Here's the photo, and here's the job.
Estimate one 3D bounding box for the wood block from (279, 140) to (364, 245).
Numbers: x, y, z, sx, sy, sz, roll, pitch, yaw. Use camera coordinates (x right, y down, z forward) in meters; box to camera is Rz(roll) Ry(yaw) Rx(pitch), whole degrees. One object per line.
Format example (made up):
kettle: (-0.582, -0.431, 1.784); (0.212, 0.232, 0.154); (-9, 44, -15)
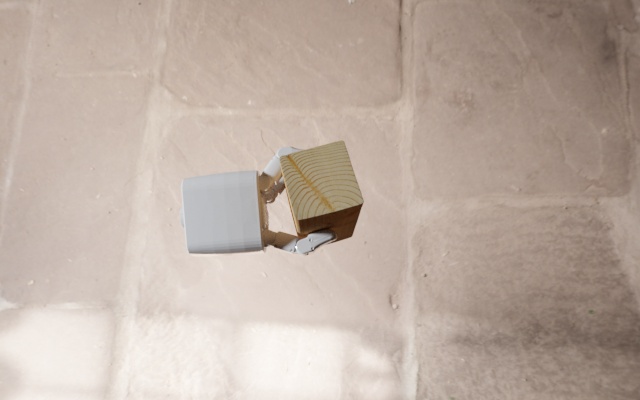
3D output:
wood block: (0.000, 0.003, 0.698); (0.090, 0.090, 0.206); (-15, -15, -4)
